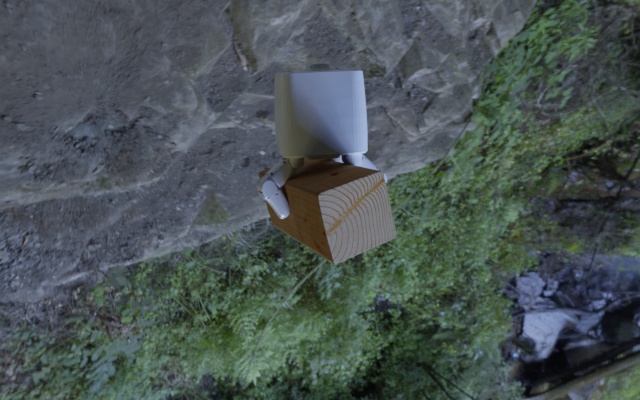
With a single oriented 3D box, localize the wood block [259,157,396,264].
[{"bbox_3d":[0.000,0.002,0.643,0.091,0.090,0.206,-20,18,-21],"label":"wood block"}]
